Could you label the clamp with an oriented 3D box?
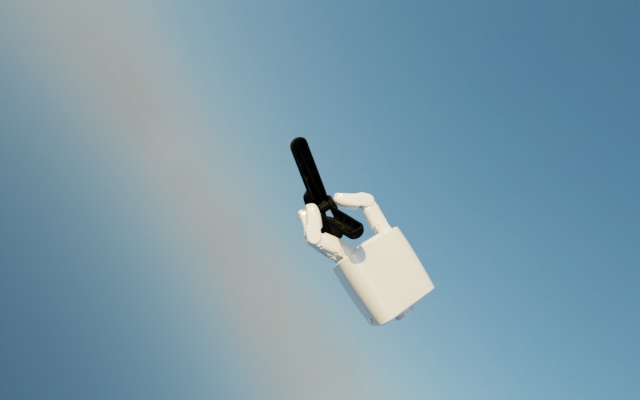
[{"bbox_3d":[0.001,0.002,0.724,0.036,0.164,0.210,-28,-10,-12],"label":"clamp"}]
